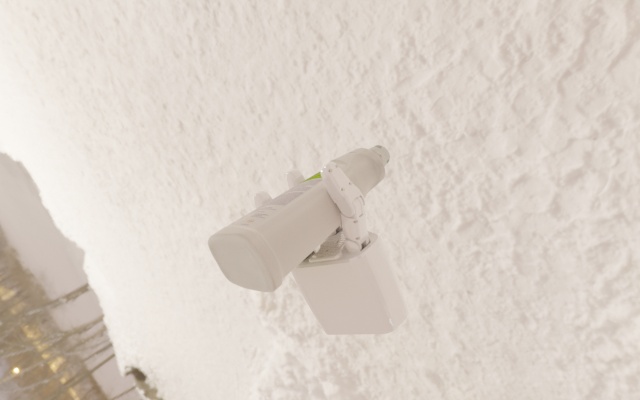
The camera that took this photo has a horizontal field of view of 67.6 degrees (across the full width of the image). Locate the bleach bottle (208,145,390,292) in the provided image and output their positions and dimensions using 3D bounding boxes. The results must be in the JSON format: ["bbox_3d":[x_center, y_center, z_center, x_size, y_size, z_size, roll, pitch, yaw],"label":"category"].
[{"bbox_3d":[0.000,0.002,0.539,0.250,0.068,0.102,-36,19,-34],"label":"bleach bottle"}]
